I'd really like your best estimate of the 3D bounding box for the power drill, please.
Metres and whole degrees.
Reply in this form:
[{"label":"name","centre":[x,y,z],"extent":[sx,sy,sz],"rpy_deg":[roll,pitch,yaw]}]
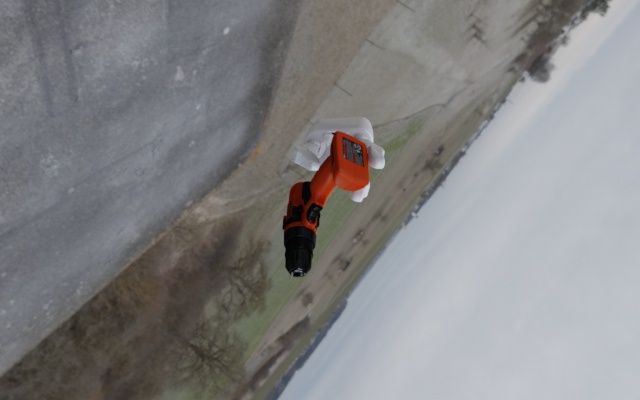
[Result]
[{"label":"power drill","centre":[0.000,0.002,0.721],"extent":[0.057,0.184,0.188],"rpy_deg":[22,-48,-22]}]
